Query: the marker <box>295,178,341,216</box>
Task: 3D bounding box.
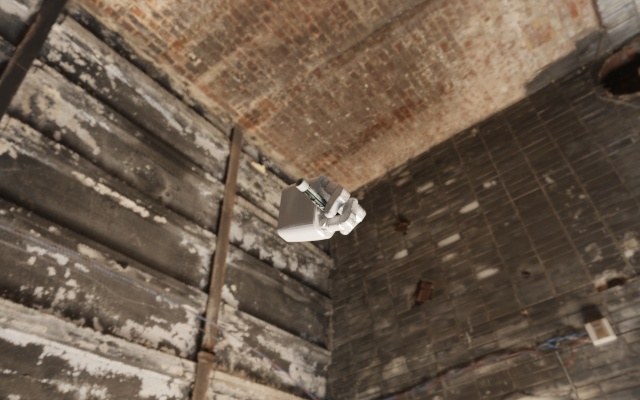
[{"bbox_3d":[0.000,0.003,0.853,0.020,0.020,0.121,0,-35,48],"label":"marker"}]
